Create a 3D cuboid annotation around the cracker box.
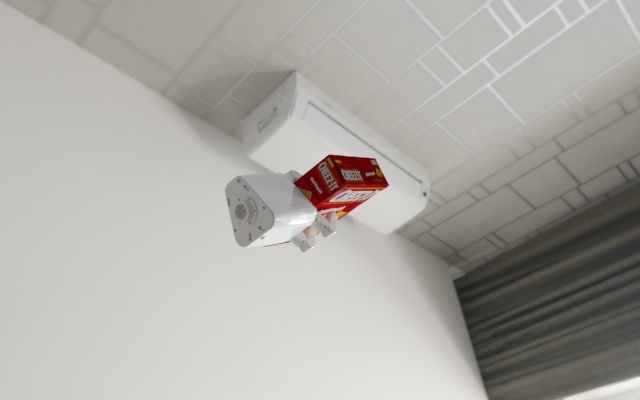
[{"bbox_3d":[0.000,0.003,0.892,0.214,0.072,0.164,-36,-17,30],"label":"cracker box"}]
